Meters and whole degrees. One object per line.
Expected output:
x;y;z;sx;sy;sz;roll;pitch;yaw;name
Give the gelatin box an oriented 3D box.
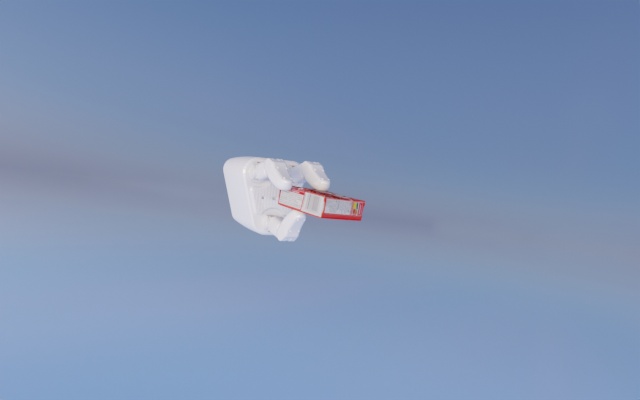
0.000;0.003;0.615;0.073;0.030;0.089;7;6;-43;gelatin box
